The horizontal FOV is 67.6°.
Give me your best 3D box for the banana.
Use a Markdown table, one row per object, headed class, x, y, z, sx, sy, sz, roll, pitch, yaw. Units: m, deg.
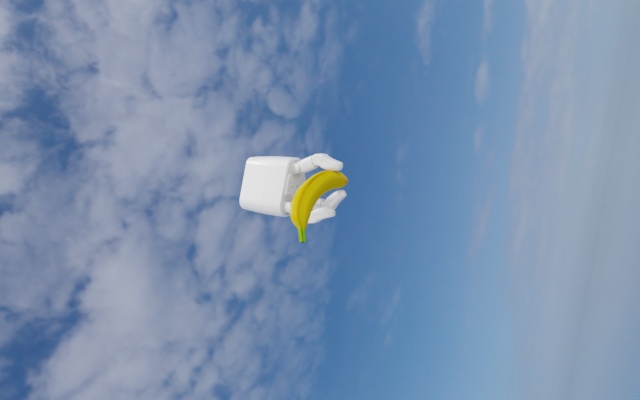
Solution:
| class | x | y | z | sx | sy | sz | roll | pitch | yaw |
| --- | --- | --- | --- | --- | --- | --- | --- | --- | --- |
| banana | -0.005 | -0.011 | 0.838 | 0.037 | 0.070 | 0.197 | 4 | 35 | 29 |
